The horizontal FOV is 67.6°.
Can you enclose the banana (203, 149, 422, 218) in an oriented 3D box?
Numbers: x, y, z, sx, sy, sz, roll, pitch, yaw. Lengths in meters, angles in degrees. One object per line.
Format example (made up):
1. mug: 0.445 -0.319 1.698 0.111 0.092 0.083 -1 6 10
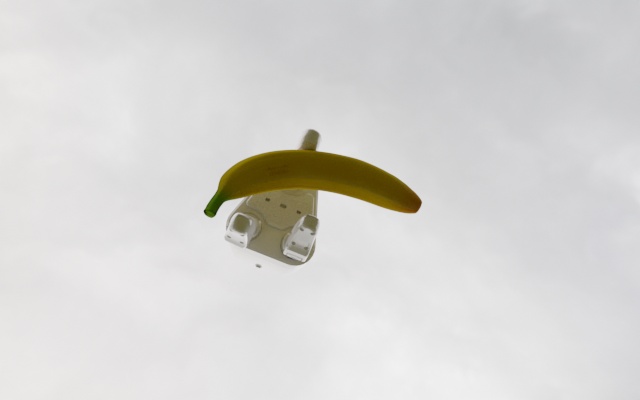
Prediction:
1. banana: -0.005 -0.016 0.437 0.198 0.069 0.037 -2 -23 -13
